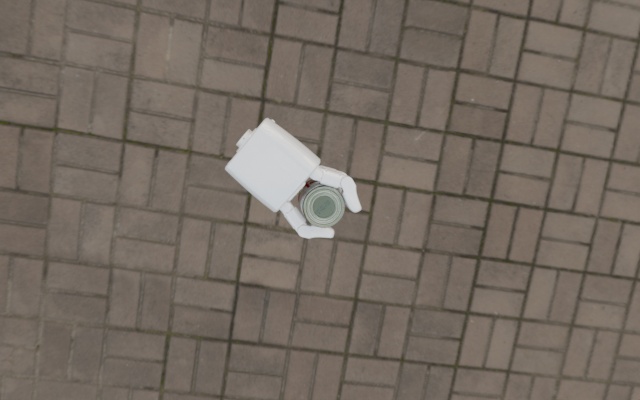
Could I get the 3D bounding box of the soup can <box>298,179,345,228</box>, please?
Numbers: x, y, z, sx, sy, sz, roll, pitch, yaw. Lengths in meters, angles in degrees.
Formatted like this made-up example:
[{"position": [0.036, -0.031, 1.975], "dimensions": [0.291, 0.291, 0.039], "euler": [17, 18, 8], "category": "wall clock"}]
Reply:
[{"position": [0.000, 0.003, 0.781], "dimensions": [0.068, 0.068, 0.102], "euler": [0, 8, -6], "category": "soup can"}]
